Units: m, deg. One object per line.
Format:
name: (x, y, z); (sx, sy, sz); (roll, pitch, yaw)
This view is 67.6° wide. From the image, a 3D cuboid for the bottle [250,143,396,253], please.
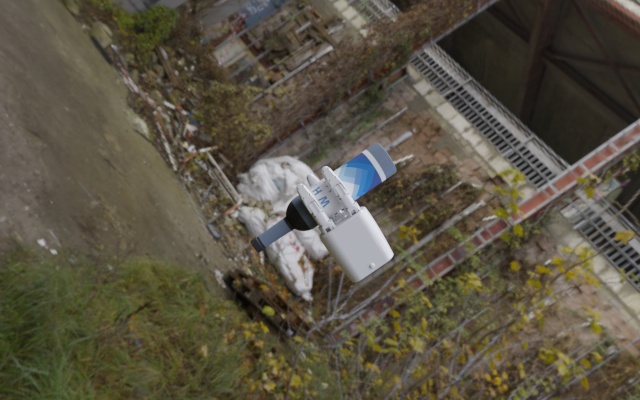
bottle: (0.000, 0.003, 0.881); (0.295, 0.069, 0.069); (-34, 1, -1)
